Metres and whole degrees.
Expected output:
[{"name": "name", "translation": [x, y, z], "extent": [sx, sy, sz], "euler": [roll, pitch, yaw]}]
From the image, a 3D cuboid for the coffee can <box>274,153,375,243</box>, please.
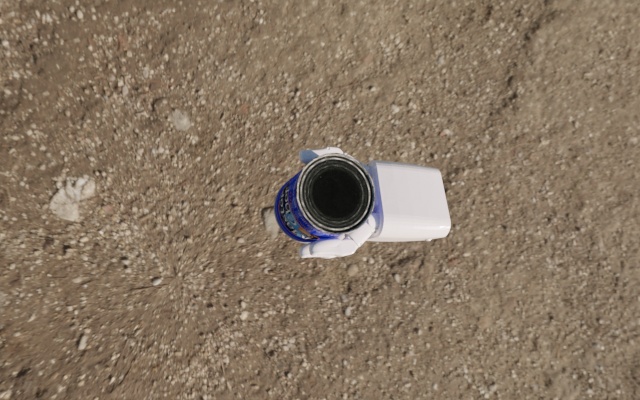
[{"name": "coffee can", "translation": [0.000, 0.002, 0.649], "extent": [0.103, 0.103, 0.140], "euler": [0, -9, -17]}]
